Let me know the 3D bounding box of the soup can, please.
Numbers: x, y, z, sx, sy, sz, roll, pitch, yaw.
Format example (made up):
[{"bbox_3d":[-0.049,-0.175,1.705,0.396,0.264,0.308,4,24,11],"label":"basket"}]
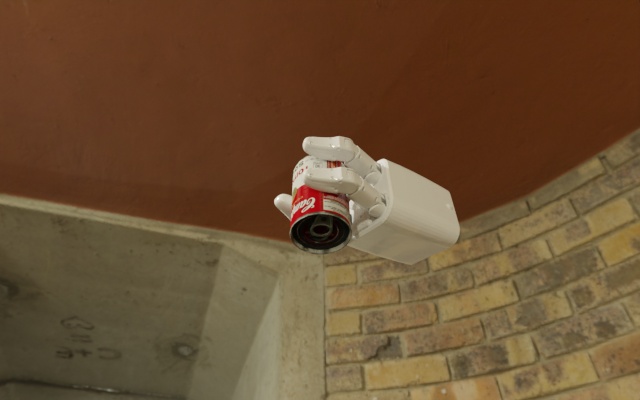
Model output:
[{"bbox_3d":[0.000,0.002,0.556,0.068,0.102,0.069,0,-45,0],"label":"soup can"}]
